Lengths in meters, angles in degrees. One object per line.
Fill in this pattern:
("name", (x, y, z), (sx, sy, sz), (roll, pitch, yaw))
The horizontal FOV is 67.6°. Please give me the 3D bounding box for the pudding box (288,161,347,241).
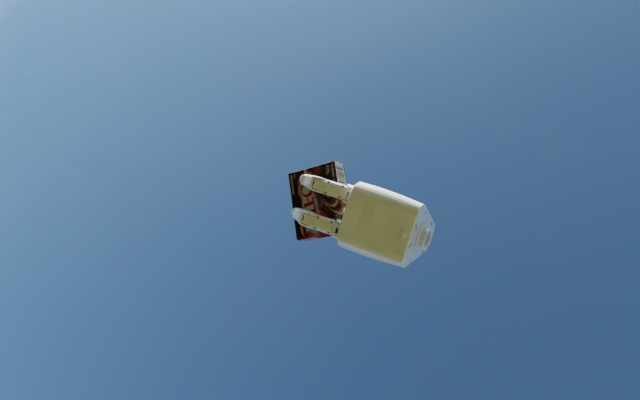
("pudding box", (0.000, 0.002, 0.759), (0.090, 0.113, 0.039), (-13, -12, 30))
